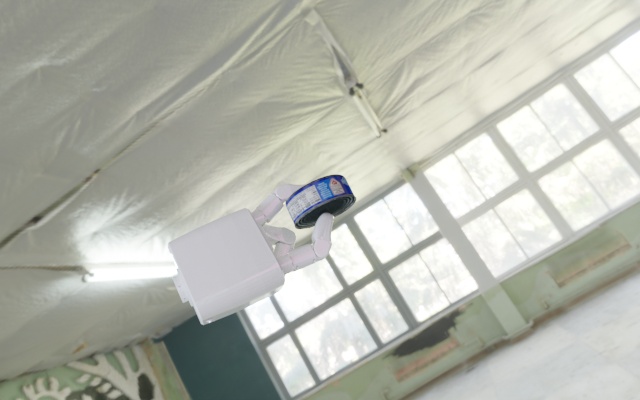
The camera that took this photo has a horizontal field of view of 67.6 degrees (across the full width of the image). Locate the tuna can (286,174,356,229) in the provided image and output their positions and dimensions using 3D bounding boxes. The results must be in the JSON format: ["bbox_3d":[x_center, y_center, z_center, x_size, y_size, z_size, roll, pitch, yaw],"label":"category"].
[{"bbox_3d":[0.000,0.001,0.606,0.086,0.033,0.086,-24,-16,-7],"label":"tuna can"}]
